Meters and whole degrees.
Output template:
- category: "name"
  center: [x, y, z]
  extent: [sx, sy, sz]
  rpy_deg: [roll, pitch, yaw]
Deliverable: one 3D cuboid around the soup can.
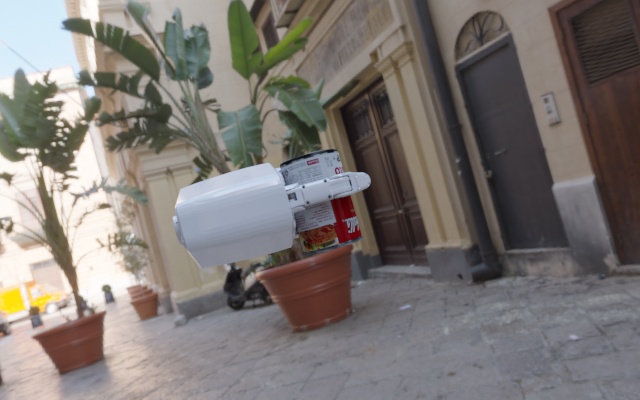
- category: "soup can"
  center: [0.000, 0.001, 0.520]
  extent: [0.068, 0.102, 0.068]
  rpy_deg: [-16, -1, 0]
